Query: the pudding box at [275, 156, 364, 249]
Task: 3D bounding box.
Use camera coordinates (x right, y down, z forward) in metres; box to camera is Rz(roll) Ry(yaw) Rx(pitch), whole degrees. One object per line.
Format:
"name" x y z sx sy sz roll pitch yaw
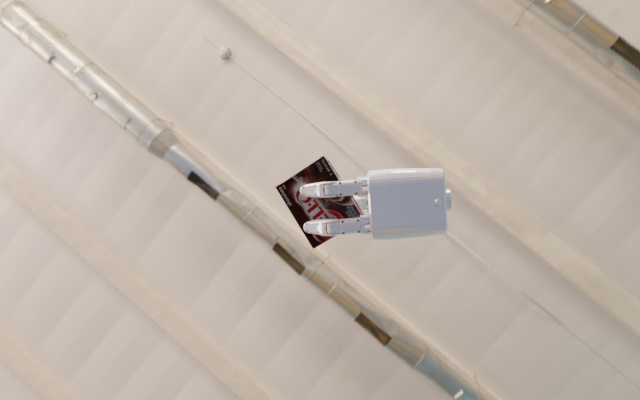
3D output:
"pudding box" 0.000 0.002 0.724 0.090 0.113 0.039 -32 -4 12
